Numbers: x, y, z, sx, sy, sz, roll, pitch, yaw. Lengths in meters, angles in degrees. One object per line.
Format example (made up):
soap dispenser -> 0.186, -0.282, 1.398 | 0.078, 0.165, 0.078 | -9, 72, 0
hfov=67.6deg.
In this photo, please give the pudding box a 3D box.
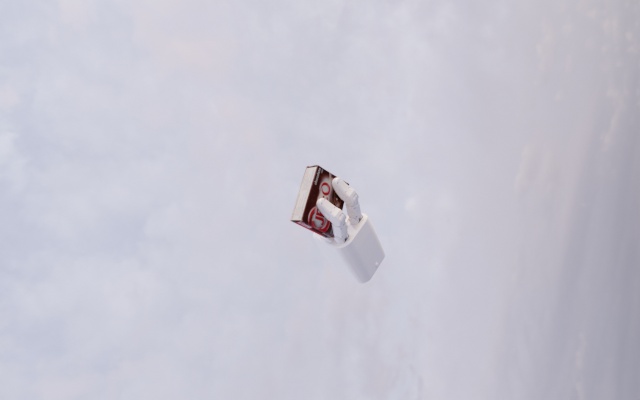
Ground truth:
pudding box -> 0.000, 0.003, 0.889 | 0.039, 0.113, 0.090 | -3, -24, 45
